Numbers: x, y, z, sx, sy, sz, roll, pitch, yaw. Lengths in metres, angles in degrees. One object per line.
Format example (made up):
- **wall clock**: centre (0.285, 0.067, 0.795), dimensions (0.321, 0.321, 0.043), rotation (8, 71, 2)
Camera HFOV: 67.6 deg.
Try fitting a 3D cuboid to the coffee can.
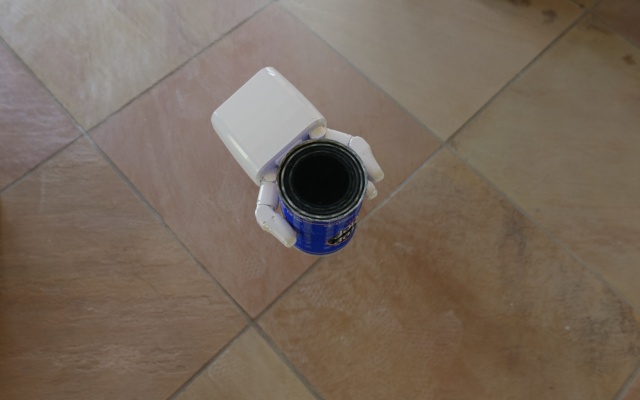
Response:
- **coffee can**: centre (0.000, 0.002, 0.593), dimensions (0.103, 0.102, 0.140), rotation (0, -22, -2)
